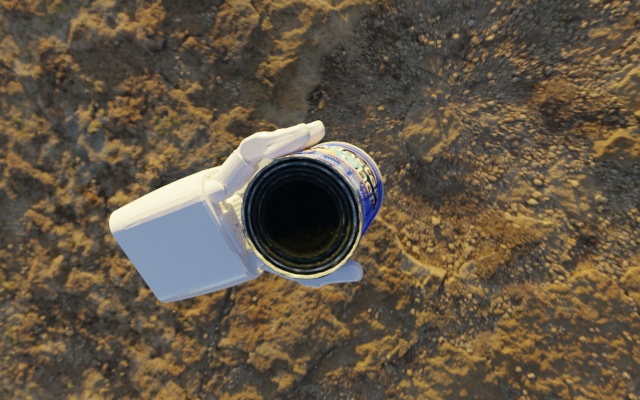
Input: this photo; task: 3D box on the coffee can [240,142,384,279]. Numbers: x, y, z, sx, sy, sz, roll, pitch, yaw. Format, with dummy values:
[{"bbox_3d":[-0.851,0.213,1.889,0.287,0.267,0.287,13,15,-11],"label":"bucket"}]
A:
[{"bbox_3d":[0.000,0.001,0.447,0.103,0.103,0.140,0,11,14],"label":"coffee can"}]
